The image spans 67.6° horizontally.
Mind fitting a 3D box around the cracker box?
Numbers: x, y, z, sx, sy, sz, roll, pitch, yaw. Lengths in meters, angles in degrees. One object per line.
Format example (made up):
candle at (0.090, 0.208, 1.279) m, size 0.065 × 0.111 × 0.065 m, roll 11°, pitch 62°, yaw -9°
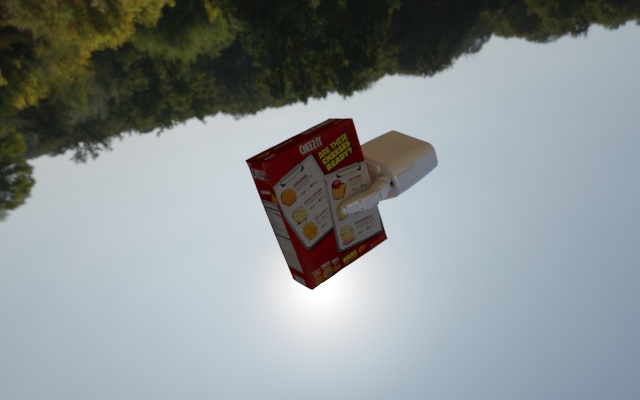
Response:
cracker box at (0.000, 0.003, 0.735) m, size 0.164 × 0.214 × 0.072 m, roll -31°, pitch 24°, yaw -27°
